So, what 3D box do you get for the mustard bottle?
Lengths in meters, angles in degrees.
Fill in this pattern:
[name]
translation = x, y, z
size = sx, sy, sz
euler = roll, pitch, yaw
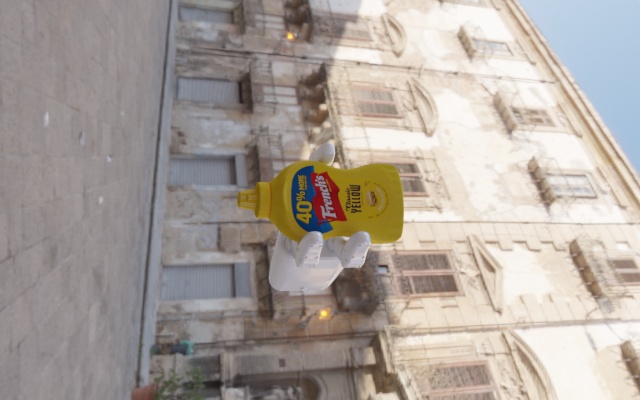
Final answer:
[mustard bottle]
translation = 0.000, 0.002, 0.558
size = 0.191, 0.096, 0.058
euler = 2, -11, -16
